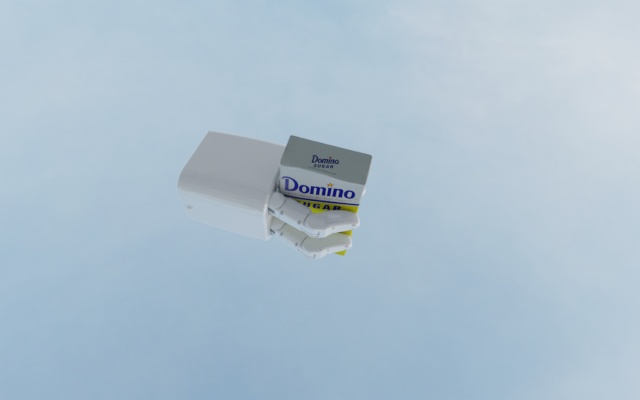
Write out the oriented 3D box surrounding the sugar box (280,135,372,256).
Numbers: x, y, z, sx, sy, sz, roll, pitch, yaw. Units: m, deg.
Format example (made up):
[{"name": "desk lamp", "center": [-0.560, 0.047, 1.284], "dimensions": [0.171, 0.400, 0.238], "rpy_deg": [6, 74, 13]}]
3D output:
[{"name": "sugar box", "center": [0.000, 0.002, 0.565], "dimensions": [0.093, 0.048, 0.176], "rpy_deg": [14, -28, 4]}]
